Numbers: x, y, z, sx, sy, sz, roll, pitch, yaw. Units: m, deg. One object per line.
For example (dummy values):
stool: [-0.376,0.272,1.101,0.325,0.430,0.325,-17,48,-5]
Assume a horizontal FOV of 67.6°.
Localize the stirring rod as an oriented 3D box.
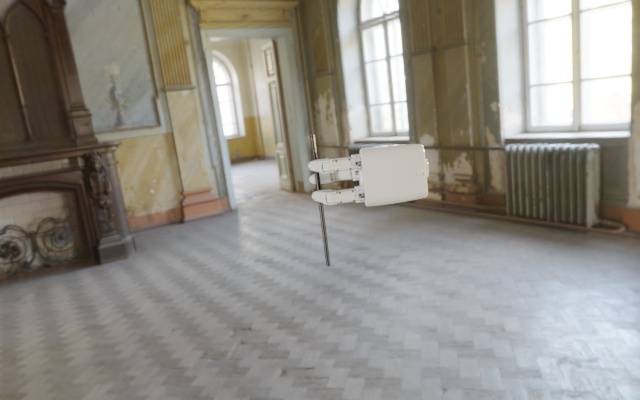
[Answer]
stirring rod: [0.000,0.003,0.857,0.011,0.239,0.011,-7,11,1]
